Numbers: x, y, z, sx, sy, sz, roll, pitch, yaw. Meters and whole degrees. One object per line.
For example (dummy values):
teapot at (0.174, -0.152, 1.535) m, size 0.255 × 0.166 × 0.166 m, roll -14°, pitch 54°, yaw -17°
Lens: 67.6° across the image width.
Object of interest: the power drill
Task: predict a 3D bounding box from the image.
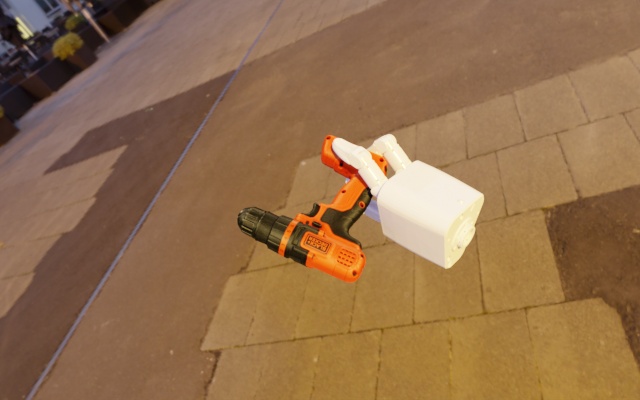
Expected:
power drill at (0.001, 0.002, 0.669) m, size 0.184 × 0.187 × 0.057 m, roll 24°, pitch -22°, yaw 8°
